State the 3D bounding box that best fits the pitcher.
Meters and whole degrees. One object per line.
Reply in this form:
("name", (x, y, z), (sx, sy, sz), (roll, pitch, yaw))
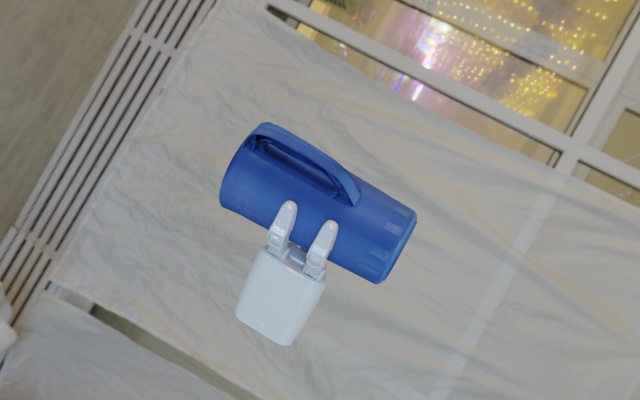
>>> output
("pitcher", (0.000, 0.002, 0.625), (0.243, 0.145, 0.149), (29, 15, 9))
